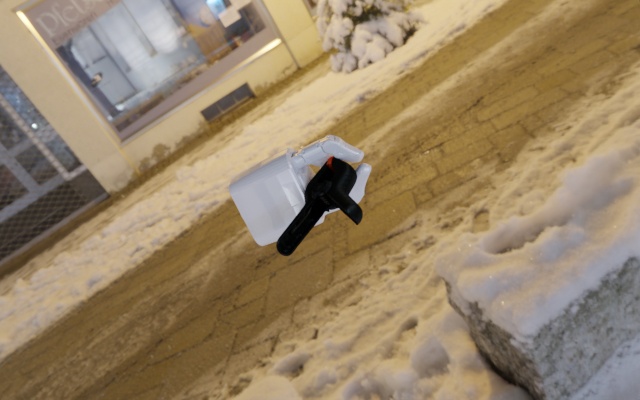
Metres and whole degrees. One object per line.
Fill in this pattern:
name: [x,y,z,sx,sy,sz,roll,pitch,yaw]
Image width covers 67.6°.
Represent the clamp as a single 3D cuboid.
clamp: [0.000,0.001,0.618,0.120,0.039,0.171,-25,24,17]
